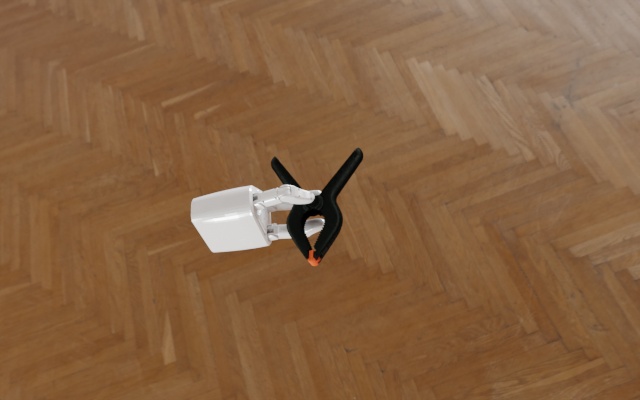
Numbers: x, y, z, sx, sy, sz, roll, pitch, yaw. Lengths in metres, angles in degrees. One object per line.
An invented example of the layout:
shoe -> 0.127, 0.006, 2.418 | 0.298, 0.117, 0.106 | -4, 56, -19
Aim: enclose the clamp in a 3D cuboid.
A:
clamp -> 0.000, 0.003, 0.796 | 0.164, 0.210, 0.036 | -11, -27, 11
